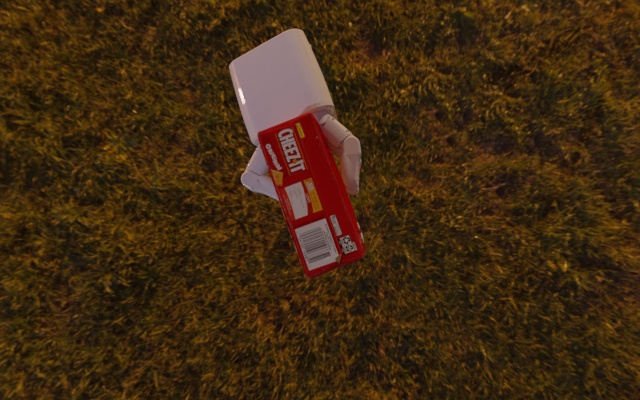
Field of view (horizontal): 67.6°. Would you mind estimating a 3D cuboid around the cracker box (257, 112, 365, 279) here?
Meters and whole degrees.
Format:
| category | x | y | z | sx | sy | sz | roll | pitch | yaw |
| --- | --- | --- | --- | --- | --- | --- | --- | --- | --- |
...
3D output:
| category | x | y | z | sx | sy | sz | roll | pitch | yaw |
| --- | --- | --- | --- | --- | --- | --- | --- | --- | --- |
| cracker box | 0.000 | 0.002 | 0.590 | 0.072 | 0.164 | 0.214 | -21 | -7 | 4 |
